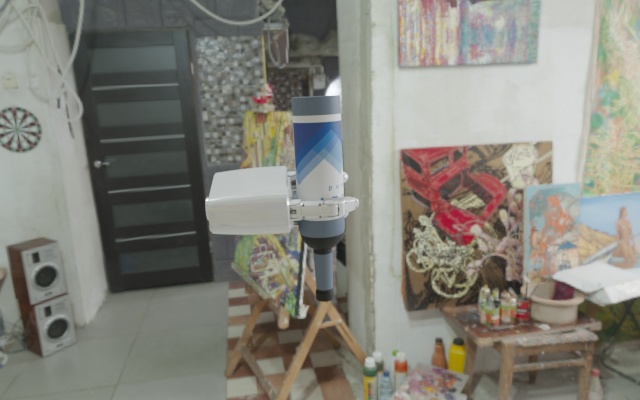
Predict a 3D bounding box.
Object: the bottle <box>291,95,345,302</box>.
[{"bbox_3d":[0.000,0.002,0.679,0.069,0.296,0.069,-3,13,1],"label":"bottle"}]
